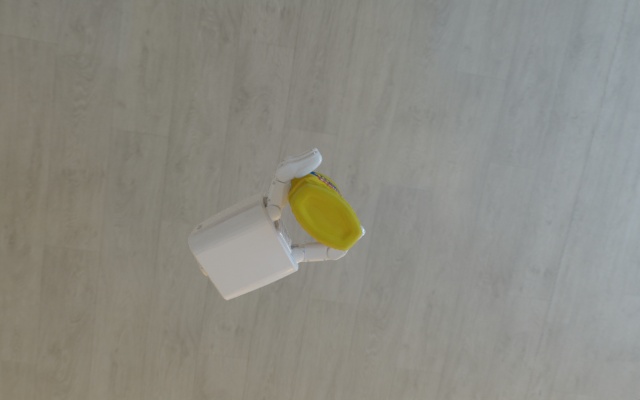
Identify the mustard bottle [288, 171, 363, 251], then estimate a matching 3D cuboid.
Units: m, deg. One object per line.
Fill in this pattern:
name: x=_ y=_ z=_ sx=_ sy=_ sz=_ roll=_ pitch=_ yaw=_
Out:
mustard bottle: x=0.000 y=0.002 z=0.640 sx=0.096 sy=0.058 sz=0.191 roll=40 pitch=6 yaw=-10
